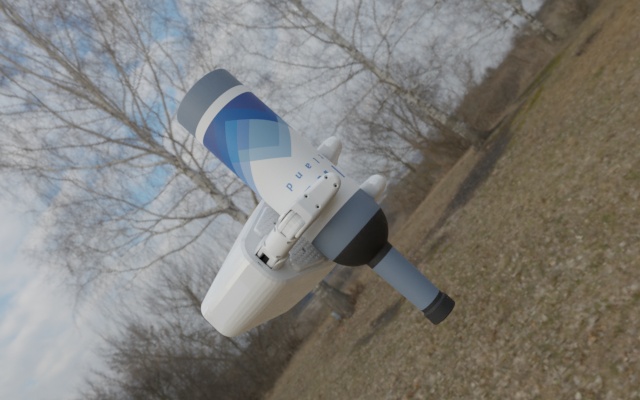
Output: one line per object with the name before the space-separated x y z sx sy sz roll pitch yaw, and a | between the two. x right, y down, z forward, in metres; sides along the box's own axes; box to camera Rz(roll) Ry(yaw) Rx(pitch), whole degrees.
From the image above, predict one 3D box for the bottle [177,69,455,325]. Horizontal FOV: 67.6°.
bottle | 0.000 0.001 0.432 0.295 0.069 0.069 42 4 5
